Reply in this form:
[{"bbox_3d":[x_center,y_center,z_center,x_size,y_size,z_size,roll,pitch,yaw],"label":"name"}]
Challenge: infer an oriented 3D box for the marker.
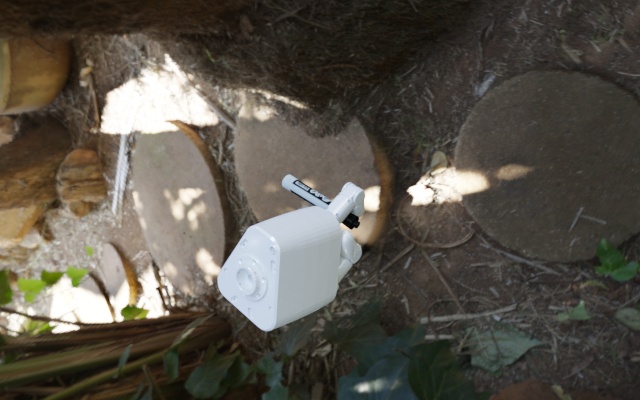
[{"bbox_3d":[0.000,0.002,0.601,0.121,0.020,0.020,32,17,29],"label":"marker"}]
